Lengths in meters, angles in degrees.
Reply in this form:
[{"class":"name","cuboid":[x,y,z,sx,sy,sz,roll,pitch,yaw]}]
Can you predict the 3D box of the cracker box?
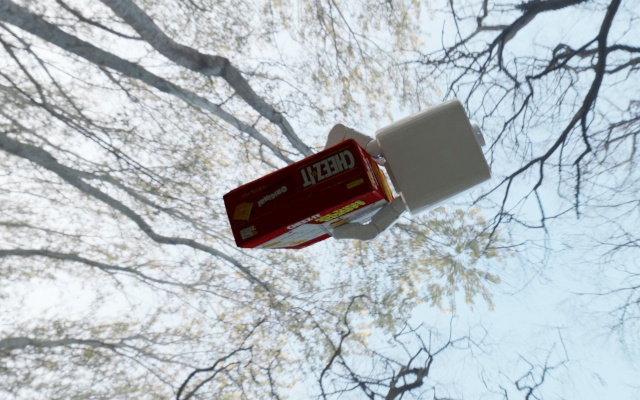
[{"class":"cracker box","cuboid":[0.000,0.002,0.605,0.164,0.072,0.214,-23,-12,12]}]
